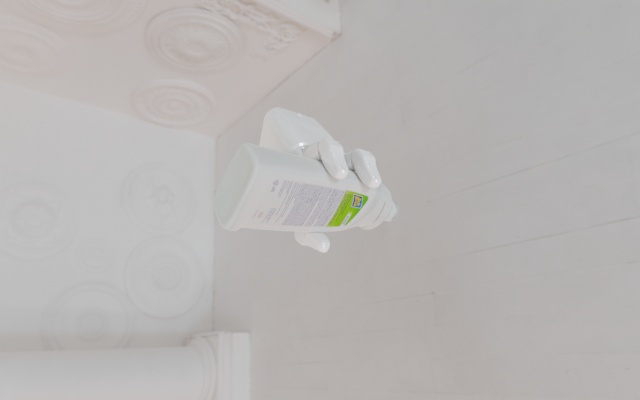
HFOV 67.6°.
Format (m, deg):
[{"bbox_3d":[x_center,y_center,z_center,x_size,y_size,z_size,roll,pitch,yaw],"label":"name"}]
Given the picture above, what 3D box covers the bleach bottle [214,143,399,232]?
[{"bbox_3d":[0.000,0.002,0.610,0.251,0.103,0.068,12,32,-37],"label":"bleach bottle"}]
